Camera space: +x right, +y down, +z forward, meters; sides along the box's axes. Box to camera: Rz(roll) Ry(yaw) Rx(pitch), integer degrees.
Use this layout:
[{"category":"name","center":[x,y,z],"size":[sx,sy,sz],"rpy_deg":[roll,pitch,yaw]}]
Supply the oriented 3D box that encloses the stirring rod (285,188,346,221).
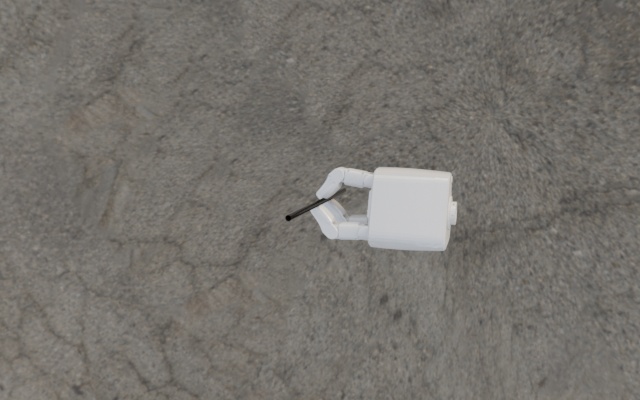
[{"category":"stirring rod","center":[0.000,0.002,0.703],"size":[0.011,0.011,0.239],"rpy_deg":[0,9,20]}]
